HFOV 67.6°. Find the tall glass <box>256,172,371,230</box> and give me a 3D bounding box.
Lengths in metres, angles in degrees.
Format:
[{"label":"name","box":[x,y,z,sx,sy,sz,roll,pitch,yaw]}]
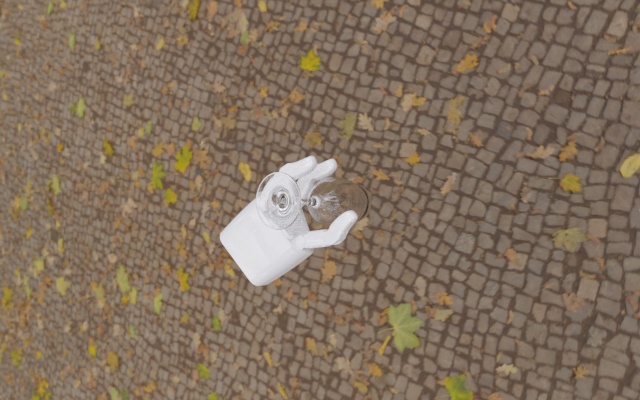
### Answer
[{"label":"tall glass","box":[0.000,0.002,0.692,0.079,0.079,0.201,0,-1,34]}]
